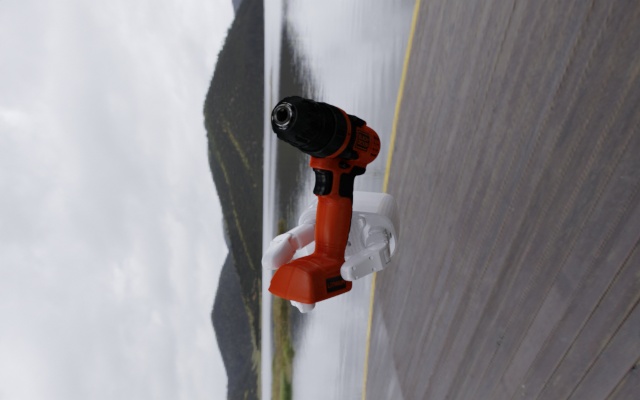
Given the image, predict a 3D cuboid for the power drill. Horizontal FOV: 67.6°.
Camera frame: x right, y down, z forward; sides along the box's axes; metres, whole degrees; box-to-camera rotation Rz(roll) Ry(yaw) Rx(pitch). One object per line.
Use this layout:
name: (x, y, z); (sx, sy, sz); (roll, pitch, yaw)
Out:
power drill: (0.000, 0.002, 0.469); (0.057, 0.187, 0.184); (12, 4, 29)
